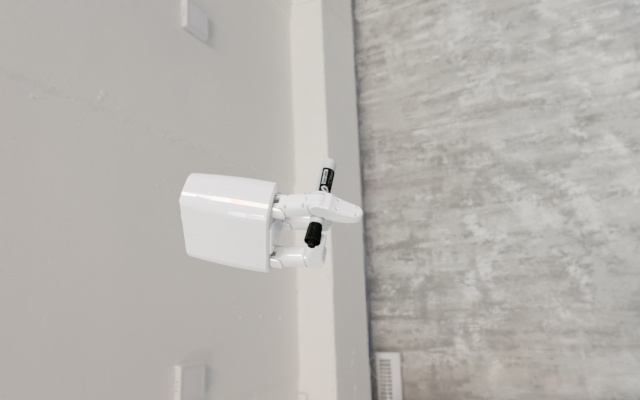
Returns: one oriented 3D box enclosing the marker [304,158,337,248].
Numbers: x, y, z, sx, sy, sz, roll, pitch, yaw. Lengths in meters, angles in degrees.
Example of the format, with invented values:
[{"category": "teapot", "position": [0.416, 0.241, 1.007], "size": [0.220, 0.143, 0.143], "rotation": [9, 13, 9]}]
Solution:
[{"category": "marker", "position": [0.000, 0.002, 0.553], "size": [0.020, 0.121, 0.020], "rotation": [8, -35, 6]}]
